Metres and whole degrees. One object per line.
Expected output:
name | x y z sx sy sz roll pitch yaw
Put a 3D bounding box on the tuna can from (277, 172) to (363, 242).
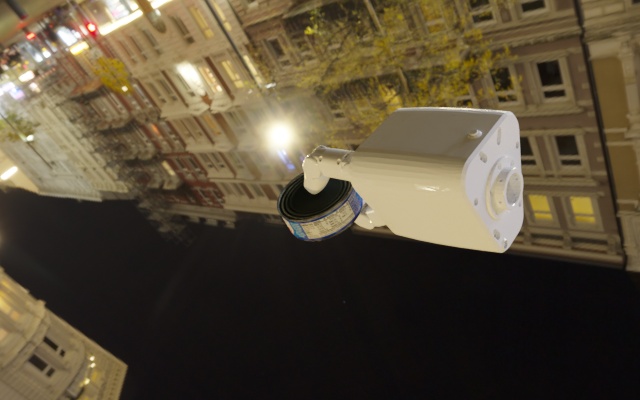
tuna can | 0.000 0.002 0.497 0.086 0.034 0.086 -18 36 14
